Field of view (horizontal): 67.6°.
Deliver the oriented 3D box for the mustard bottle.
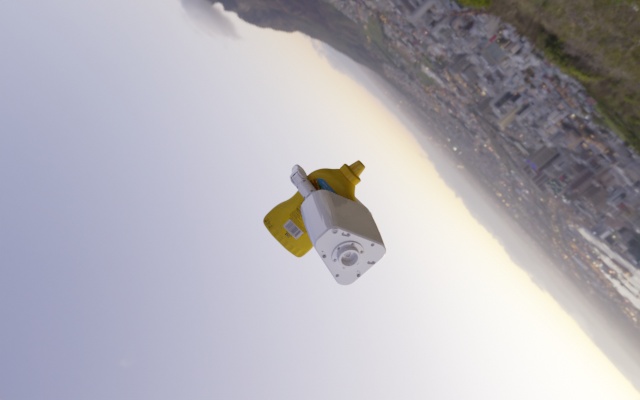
[{"bbox_3d":[0.000,0.003,0.805,0.191,0.096,0.058,-43,5,13],"label":"mustard bottle"}]
